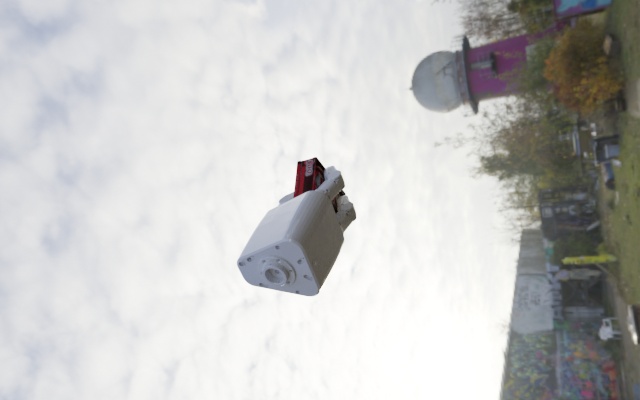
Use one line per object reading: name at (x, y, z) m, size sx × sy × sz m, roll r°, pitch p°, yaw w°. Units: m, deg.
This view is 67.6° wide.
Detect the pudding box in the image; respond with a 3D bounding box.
pudding box at (0.000, 0.002, 0.723) m, size 0.039 × 0.090 × 0.113 m, roll -9°, pitch -33°, yaw 23°
